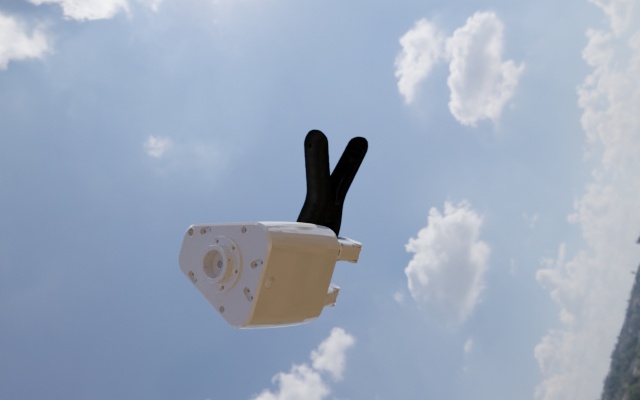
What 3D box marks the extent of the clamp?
[{"bbox_3d":[0.000,0.002,0.522,0.039,0.171,0.120,17,2,33],"label":"clamp"}]
